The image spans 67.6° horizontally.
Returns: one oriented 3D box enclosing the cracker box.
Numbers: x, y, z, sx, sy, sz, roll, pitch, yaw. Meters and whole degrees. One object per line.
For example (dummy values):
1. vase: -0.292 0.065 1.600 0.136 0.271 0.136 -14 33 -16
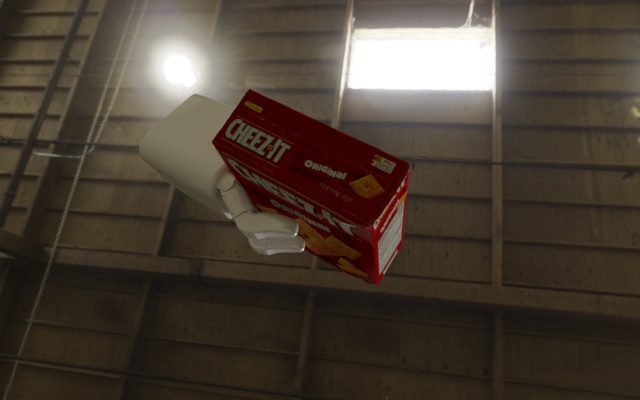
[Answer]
1. cracker box: 0.000 0.002 0.491 0.164 0.072 0.214 27 -16 18
